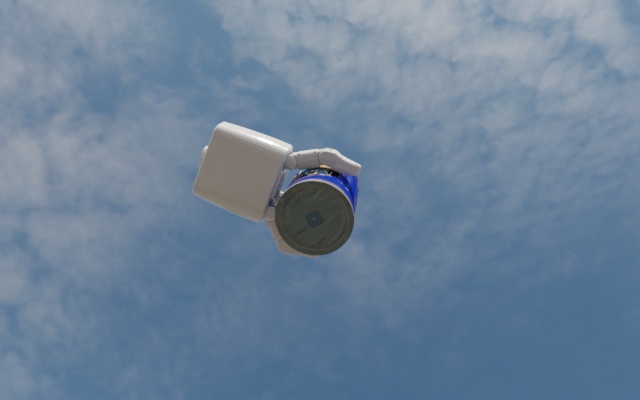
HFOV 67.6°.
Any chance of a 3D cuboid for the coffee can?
[{"bbox_3d":[0.000,0.002,0.674,0.103,0.103,0.140,0,18,7],"label":"coffee can"}]
